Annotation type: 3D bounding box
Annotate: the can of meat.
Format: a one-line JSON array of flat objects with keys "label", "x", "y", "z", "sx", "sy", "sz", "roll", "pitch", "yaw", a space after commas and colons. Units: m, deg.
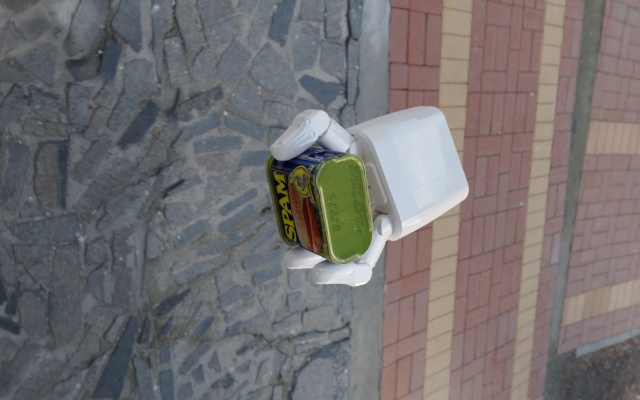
[{"label": "can of meat", "x": 0.000, "y": 0.001, "z": 0.440, "sx": 0.057, "sy": 0.102, "sz": 0.084, "roll": -21, "pitch": 22, "yaw": -30}]
